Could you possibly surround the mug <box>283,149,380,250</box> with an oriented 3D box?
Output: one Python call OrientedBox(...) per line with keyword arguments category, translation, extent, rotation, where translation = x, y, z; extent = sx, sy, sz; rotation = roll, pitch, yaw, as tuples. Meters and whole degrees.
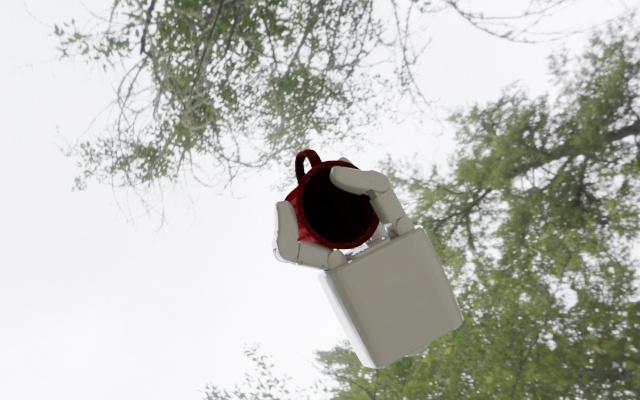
OrientedBox(category="mug", translation=(-0.001, 0.000, 0.514), extent=(0.093, 0.117, 0.081), rotation=(-23, -4, -26))
